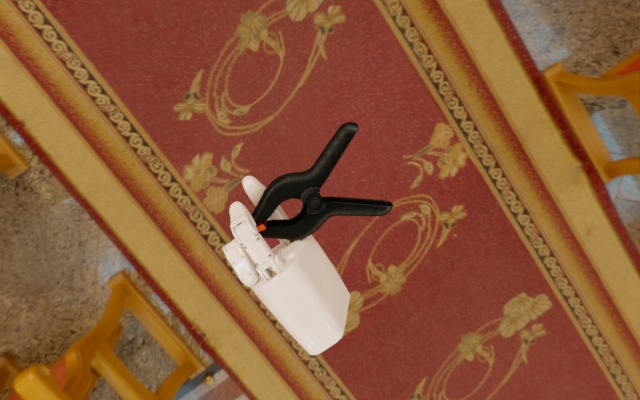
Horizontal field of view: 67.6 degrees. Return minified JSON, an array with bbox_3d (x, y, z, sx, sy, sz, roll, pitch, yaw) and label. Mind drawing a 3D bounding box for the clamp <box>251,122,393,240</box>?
[{"bbox_3d":[0.000,0.002,0.558,0.171,0.120,0.039,-35,13,3],"label":"clamp"}]
